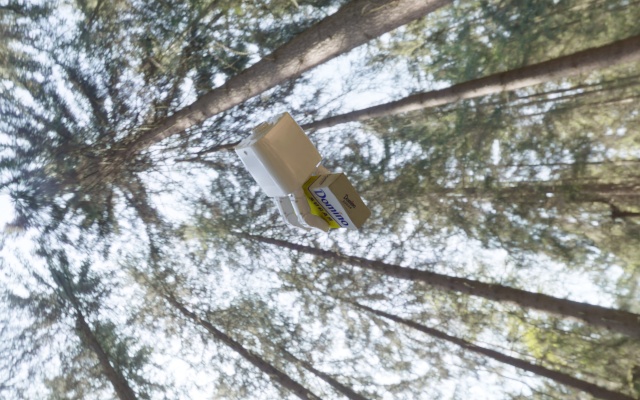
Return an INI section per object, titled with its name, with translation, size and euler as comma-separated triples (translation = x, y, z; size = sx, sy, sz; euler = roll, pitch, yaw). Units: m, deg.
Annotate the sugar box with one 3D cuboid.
[sugar box]
translation = 0.000, 0.003, 0.841
size = 0.048, 0.093, 0.176
euler = -45, 22, -24
